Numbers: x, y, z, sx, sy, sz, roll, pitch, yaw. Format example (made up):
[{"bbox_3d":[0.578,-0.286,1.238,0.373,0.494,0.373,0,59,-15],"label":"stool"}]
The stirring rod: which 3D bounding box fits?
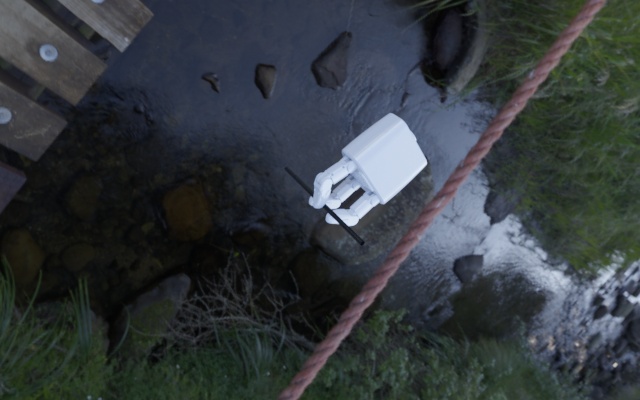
[{"bbox_3d":[0.000,0.002,0.793,0.011,0.011,0.239,0,31,-37],"label":"stirring rod"}]
